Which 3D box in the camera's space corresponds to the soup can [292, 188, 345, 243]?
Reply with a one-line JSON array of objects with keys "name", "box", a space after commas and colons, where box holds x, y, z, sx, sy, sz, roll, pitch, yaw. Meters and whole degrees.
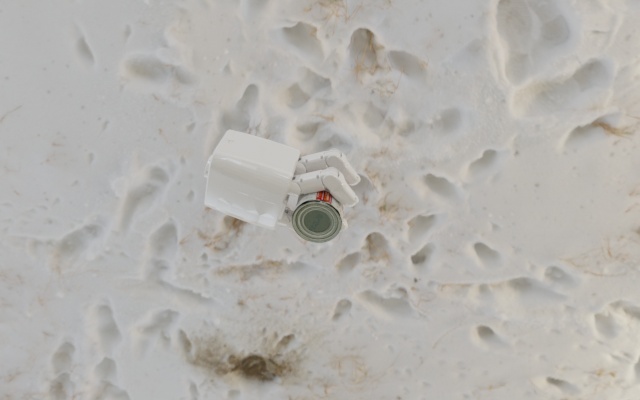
[{"name": "soup can", "box": [0.000, 0.003, 0.659, 0.068, 0.068, 0.102, 0, 32, 7]}]
